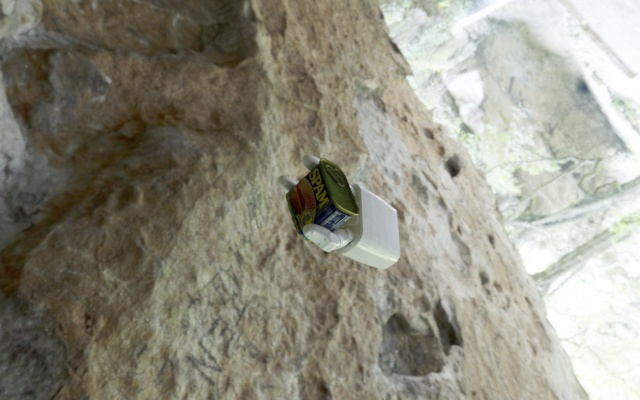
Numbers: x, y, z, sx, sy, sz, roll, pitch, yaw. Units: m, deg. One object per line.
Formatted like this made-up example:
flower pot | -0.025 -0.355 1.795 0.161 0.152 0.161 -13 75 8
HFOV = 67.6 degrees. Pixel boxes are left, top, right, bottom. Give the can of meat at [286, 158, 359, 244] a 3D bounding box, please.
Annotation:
can of meat | 0.000 0.003 0.715 0.057 0.102 0.084 24 -55 -41
